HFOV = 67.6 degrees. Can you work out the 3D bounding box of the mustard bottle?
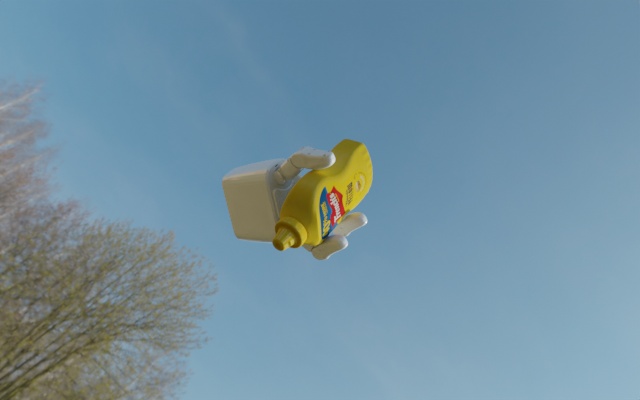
[{"bbox_3d":[0.001,0.002,0.626,0.058,0.096,0.191,20,43,27],"label":"mustard bottle"}]
